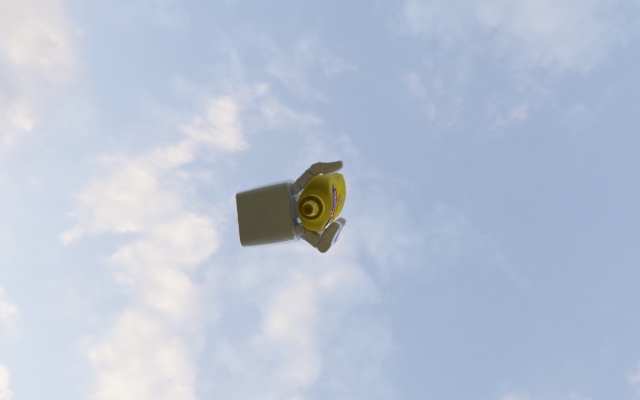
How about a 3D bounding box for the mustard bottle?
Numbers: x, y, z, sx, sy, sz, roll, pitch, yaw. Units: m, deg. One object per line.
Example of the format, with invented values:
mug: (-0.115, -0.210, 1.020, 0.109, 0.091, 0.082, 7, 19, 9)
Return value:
mustard bottle: (0.001, 0.003, 0.825, 0.058, 0.096, 0.191, 14, 10, 11)
